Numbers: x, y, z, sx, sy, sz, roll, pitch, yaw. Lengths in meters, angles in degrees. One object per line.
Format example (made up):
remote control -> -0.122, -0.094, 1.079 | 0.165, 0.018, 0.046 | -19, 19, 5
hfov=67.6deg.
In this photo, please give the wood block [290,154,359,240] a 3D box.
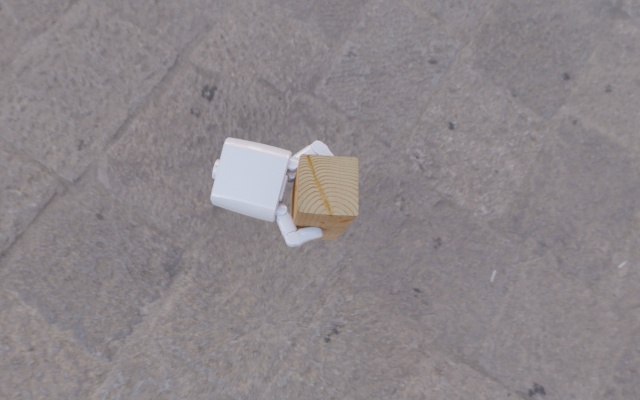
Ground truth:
wood block -> 0.000, 0.003, 0.786 | 0.090, 0.090, 0.206 | 3, -14, -6
